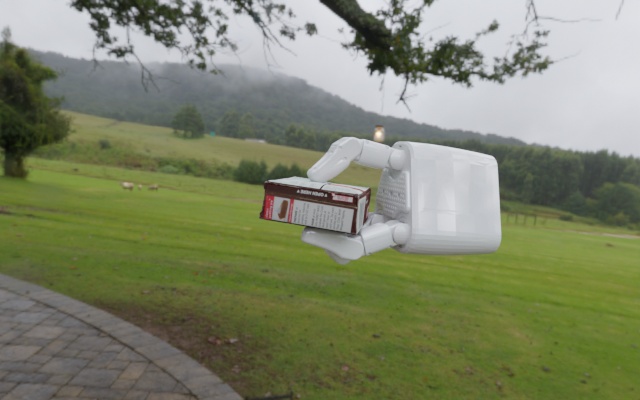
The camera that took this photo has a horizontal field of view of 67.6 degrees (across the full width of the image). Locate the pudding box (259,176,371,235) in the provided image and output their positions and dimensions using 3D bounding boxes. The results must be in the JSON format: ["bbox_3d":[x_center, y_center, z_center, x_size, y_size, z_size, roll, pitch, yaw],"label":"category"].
[{"bbox_3d":[0.000,0.001,0.469,0.090,0.039,0.113,8,5,10],"label":"pudding box"}]
